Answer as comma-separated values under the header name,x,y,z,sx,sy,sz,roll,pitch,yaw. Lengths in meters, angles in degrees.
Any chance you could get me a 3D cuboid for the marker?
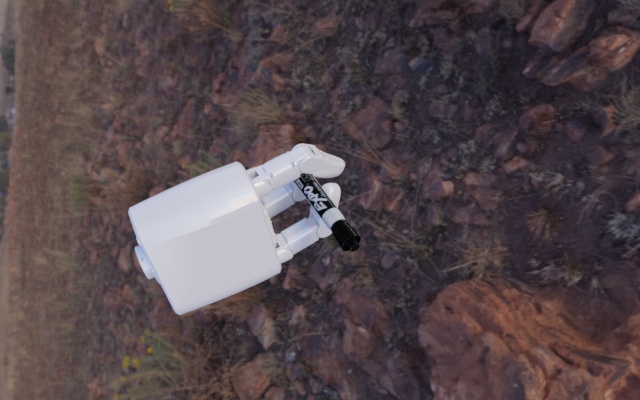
name,x,y,z,sx,sy,sz,roll,pitch,yaw
marker,0.000,0.001,0.431,0.020,0.020,0.121,0,39,-38
